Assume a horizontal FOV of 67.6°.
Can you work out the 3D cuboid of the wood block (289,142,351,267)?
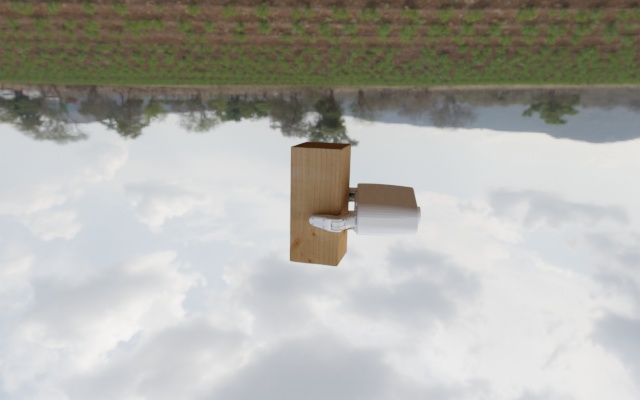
[{"bbox_3d":[0.000,0.003,0.858,0.090,0.206,0.091,5,13,14],"label":"wood block"}]
